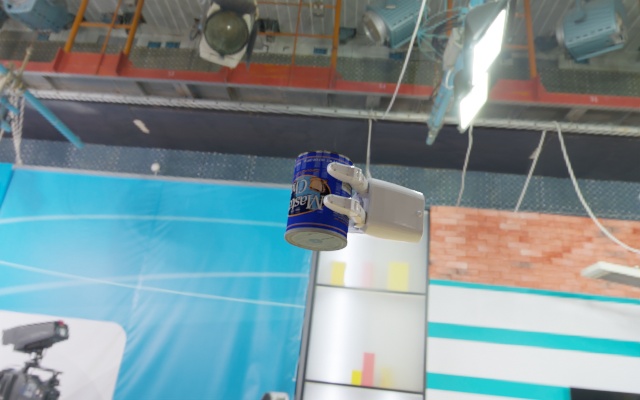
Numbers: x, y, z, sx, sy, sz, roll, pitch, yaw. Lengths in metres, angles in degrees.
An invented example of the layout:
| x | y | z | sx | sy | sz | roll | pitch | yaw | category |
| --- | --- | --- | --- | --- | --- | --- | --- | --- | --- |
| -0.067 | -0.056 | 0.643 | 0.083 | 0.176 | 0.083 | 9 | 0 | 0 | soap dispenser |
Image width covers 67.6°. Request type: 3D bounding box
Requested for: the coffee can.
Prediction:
| x | y | z | sx | sy | sz | roll | pitch | yaw | category |
| --- | --- | --- | --- | --- | --- | --- | --- | --- | --- |
| 0.000 | 0.003 | 0.790 | 0.103 | 0.140 | 0.103 | 6 | -22 | 2 | coffee can |
